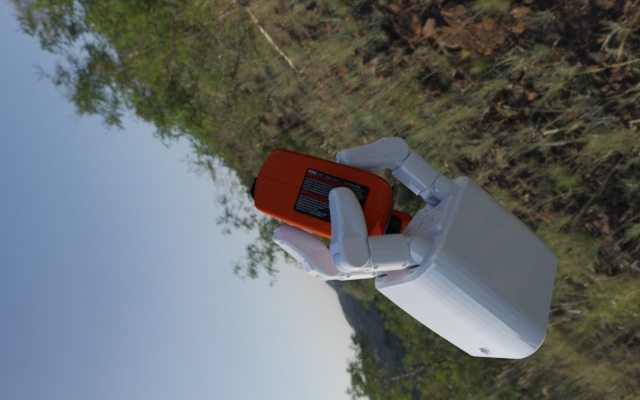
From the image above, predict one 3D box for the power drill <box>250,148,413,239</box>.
[{"bbox_3d":[0.000,0.002,0.450,0.184,0.057,0.187,16,-3,10],"label":"power drill"}]
